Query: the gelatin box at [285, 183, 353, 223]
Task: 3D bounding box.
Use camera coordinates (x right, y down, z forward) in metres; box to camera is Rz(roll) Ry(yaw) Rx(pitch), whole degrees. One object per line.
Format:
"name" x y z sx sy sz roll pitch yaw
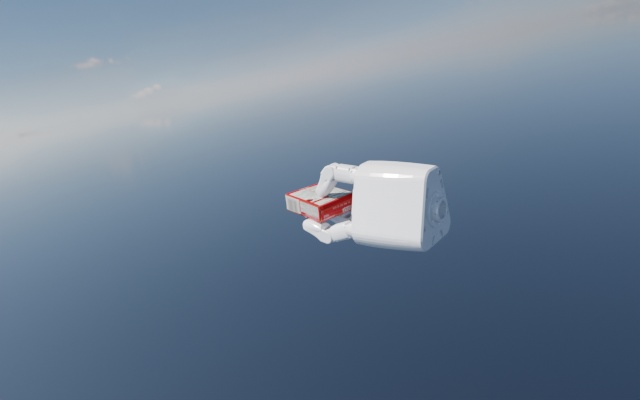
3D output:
"gelatin box" 0.000 0.002 0.747 0.073 0.030 0.089 -20 25 -35
